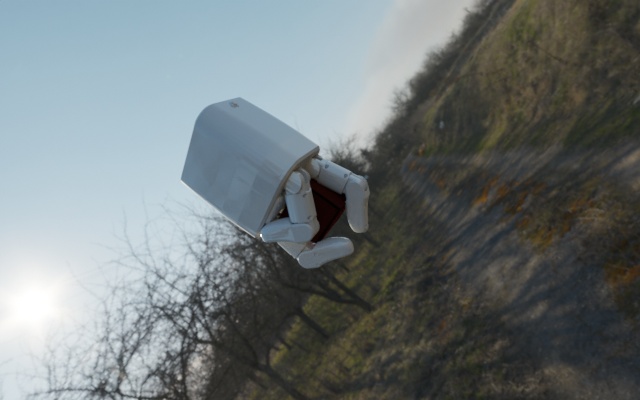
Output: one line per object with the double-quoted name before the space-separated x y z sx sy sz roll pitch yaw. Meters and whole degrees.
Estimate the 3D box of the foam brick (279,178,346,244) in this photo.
"foam brick" 0.000 0.002 0.527 0.051 0.053 0.078 34 25 5
